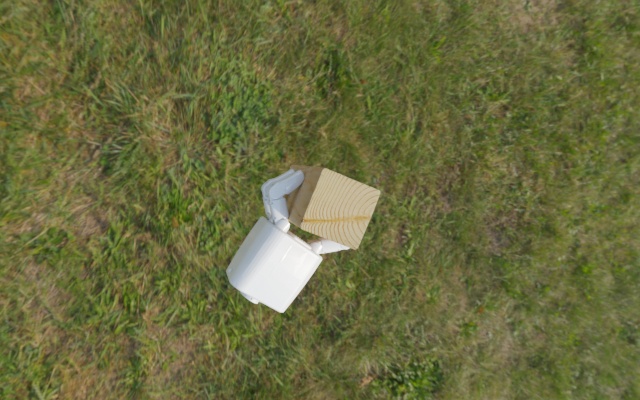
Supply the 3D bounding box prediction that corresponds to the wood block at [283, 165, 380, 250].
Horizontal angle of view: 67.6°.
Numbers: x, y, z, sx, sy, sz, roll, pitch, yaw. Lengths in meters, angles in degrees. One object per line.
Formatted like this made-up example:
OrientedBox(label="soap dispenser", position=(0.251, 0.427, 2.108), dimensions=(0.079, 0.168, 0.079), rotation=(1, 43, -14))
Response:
OrientedBox(label="wood block", position=(0.000, 0.003, 0.738), dimensions=(0.091, 0.090, 0.206), rotation=(22, -1, -17))
